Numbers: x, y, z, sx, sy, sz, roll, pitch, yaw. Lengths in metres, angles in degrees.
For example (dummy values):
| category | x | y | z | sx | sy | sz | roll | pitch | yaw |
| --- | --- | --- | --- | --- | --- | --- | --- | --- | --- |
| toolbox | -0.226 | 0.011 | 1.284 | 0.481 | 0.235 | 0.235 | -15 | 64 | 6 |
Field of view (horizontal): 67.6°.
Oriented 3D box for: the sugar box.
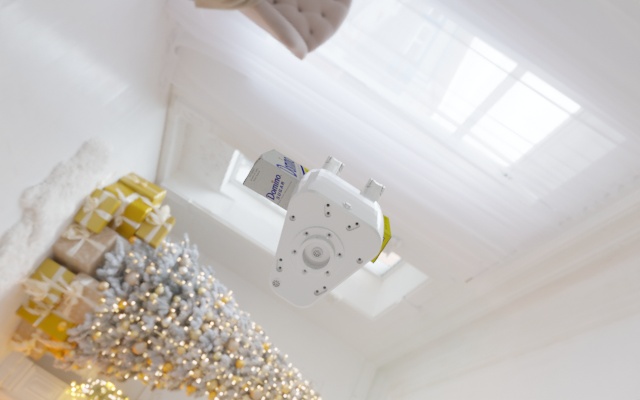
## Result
| category | x | y | z | sx | sy | sz | roll | pitch | yaw |
| --- | --- | --- | --- | --- | --- | --- | --- | --- | --- |
| sugar box | 0.000 | 0.002 | 0.579 | 0.176 | 0.048 | 0.093 | 33 | 13 | -2 |
